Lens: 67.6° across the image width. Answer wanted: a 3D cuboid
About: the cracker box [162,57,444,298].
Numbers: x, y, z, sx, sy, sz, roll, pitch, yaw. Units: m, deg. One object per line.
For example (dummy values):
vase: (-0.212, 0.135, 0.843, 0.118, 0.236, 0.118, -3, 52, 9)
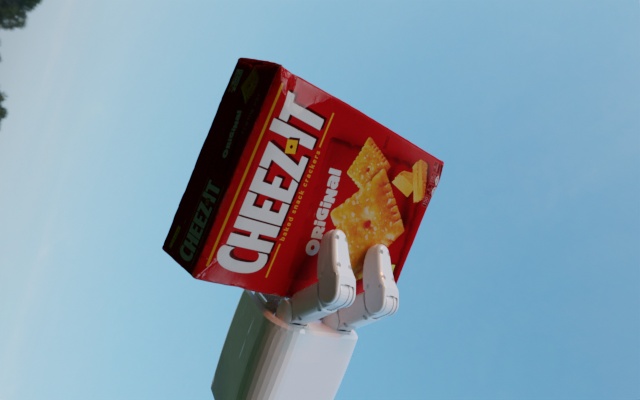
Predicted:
cracker box: (0.000, 0.001, 0.415, 0.214, 0.164, 0.072, 21, 2, -41)
